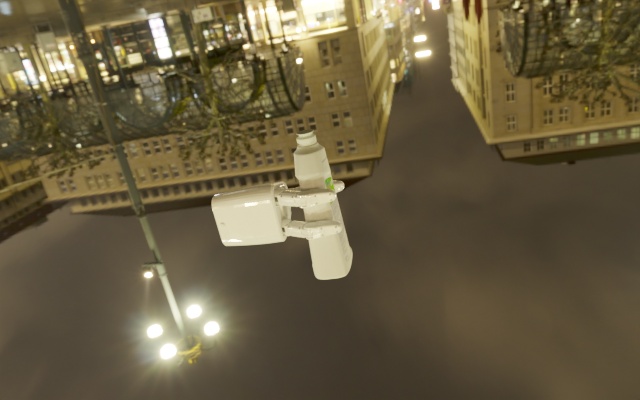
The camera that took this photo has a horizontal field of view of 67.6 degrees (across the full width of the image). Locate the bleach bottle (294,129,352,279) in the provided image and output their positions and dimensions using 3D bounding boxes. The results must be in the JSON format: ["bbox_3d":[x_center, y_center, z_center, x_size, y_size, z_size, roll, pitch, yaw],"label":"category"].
[{"bbox_3d":[0.000,0.003,0.807,0.068,0.251,0.102,-8,21,10],"label":"bleach bottle"}]
